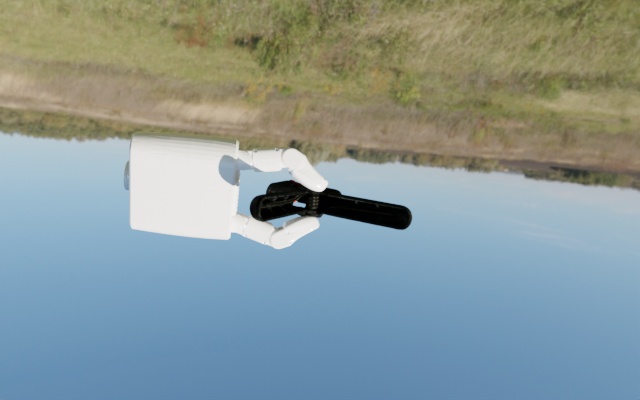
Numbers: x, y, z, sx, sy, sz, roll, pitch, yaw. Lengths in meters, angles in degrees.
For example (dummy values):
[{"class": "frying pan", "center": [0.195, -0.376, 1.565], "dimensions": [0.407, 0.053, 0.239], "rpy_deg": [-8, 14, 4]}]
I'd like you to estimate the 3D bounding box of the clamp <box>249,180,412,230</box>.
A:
[{"class": "clamp", "center": [0.000, 0.003, 0.549], "dimensions": [0.164, 0.036, 0.210], "rpy_deg": [6, 6, -10]}]
